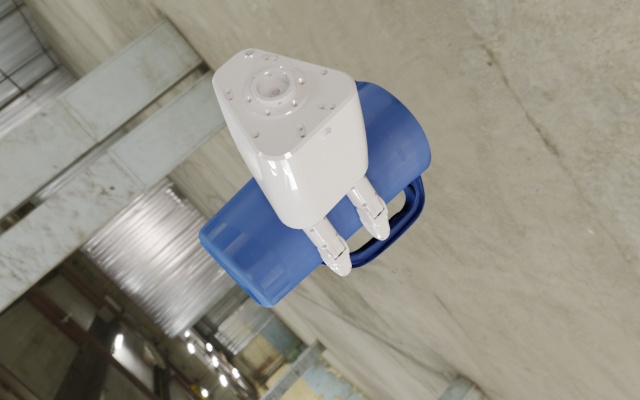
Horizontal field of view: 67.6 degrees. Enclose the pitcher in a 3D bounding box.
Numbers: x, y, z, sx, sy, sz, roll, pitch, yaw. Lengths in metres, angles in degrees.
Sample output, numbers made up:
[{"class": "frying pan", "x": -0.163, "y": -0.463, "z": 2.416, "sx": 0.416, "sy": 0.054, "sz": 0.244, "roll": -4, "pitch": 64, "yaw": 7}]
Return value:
[{"class": "pitcher", "x": 0.000, "y": 0.002, "z": 0.515, "sx": 0.149, "sy": 0.243, "sz": 0.145, "roll": 39, "pitch": -17, "yaw": 25}]
